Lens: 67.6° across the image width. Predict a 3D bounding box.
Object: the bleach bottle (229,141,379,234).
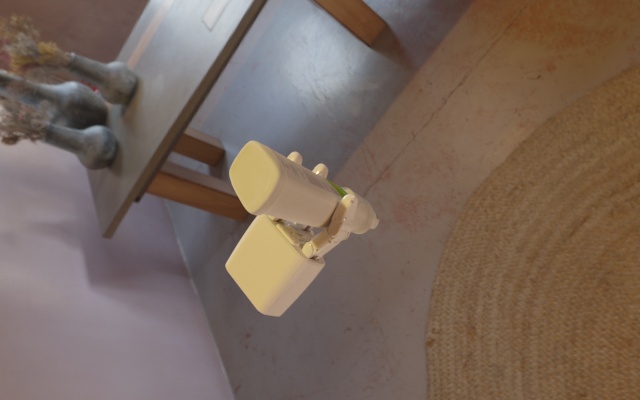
[{"bbox_3d":[0.000,0.002,0.657,0.251,0.068,0.102,22,22,-43],"label":"bleach bottle"}]
